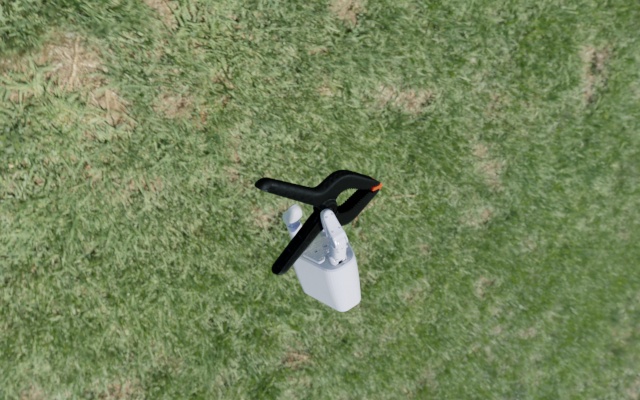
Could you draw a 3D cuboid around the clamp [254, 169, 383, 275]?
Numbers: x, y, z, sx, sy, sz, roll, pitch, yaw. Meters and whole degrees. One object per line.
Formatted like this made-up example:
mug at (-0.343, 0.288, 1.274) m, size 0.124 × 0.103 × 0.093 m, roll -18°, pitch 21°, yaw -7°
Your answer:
clamp at (0.001, 0.003, 0.708) m, size 0.210 × 0.165 × 0.036 m, roll -29°, pitch 40°, yaw -20°
